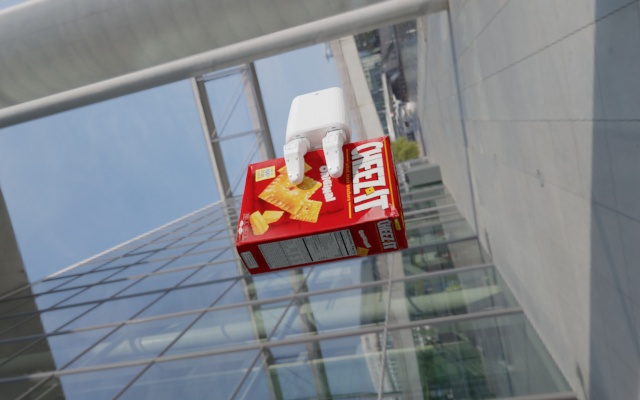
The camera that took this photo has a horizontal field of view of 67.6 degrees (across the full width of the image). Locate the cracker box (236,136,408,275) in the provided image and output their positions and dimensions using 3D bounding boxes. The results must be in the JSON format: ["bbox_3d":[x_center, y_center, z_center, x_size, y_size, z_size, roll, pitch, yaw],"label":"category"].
[{"bbox_3d":[0.000,0.002,0.652,0.214,0.164,0.072,-11,-47,11],"label":"cracker box"}]
